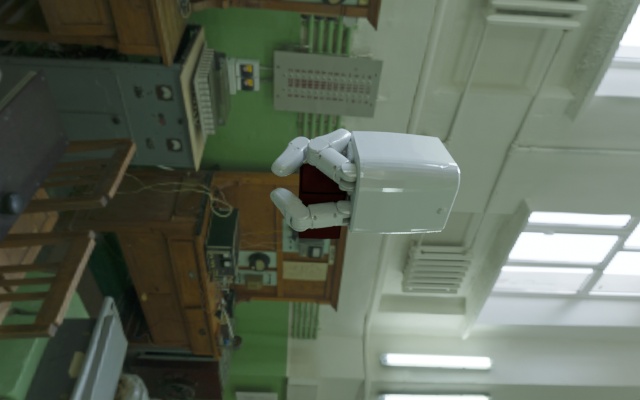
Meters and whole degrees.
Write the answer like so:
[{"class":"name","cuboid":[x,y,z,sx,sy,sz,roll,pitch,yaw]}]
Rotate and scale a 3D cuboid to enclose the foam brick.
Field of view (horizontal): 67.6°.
[{"class":"foam brick","cuboid":[0.000,0.002,0.563,0.051,0.053,0.078,1,-45,-4]}]
